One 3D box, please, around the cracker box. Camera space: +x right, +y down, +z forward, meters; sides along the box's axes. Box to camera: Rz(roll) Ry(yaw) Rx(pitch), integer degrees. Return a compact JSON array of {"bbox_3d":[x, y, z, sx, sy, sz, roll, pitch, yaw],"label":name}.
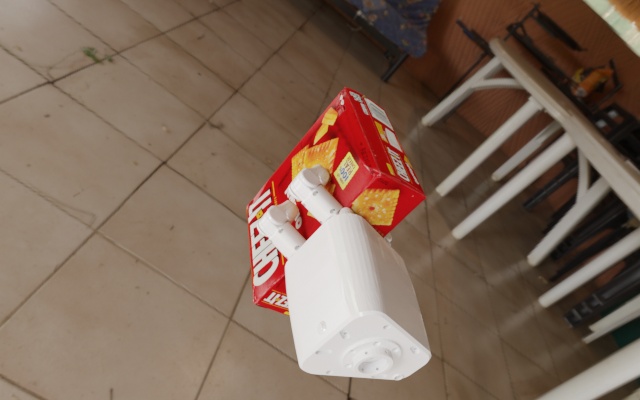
[{"bbox_3d":[0.000,0.002,0.537,0.072,0.164,0.214,26,-58,-30],"label":"cracker box"}]
